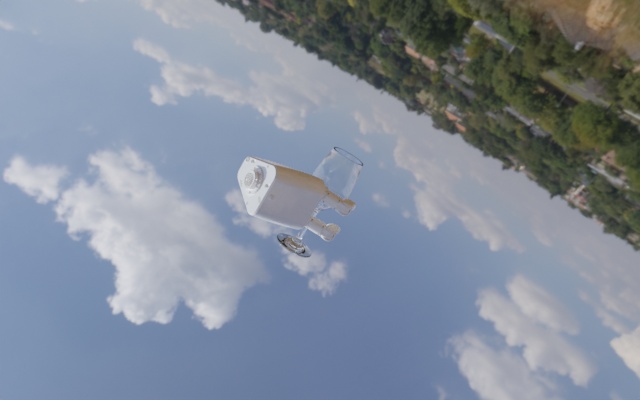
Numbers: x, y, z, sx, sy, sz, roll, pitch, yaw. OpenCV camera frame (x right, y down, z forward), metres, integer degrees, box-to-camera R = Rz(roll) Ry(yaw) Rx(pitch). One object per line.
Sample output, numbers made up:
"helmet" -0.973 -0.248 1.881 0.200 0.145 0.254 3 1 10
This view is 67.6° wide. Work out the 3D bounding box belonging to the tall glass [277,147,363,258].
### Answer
"tall glass" 0.000 0.003 0.872 0.079 0.201 0.079 29 15 -9
